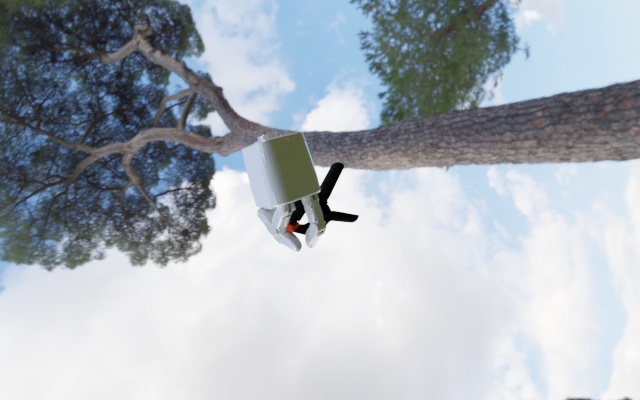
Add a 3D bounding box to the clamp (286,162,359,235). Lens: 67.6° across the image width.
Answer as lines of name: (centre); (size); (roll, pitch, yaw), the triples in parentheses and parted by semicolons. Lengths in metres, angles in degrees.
clamp: (0.000, 0.003, 0.859); (0.171, 0.120, 0.039); (-21, 9, -43)
